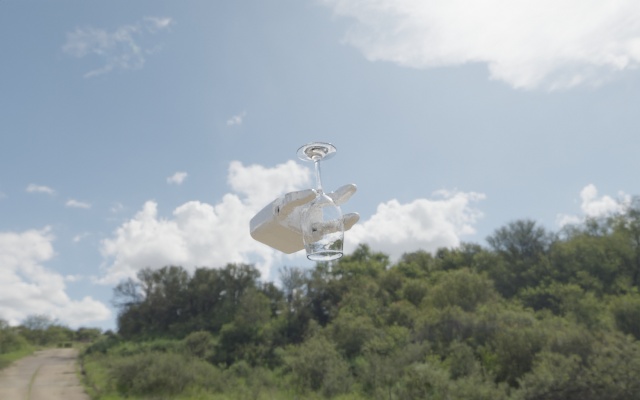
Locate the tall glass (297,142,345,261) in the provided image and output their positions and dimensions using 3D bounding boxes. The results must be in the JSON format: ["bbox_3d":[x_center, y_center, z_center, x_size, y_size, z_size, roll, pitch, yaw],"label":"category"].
[{"bbox_3d":[0.000,0.002,0.843,0.079,0.201,0.079,-4,-22,-2],"label":"tall glass"}]
